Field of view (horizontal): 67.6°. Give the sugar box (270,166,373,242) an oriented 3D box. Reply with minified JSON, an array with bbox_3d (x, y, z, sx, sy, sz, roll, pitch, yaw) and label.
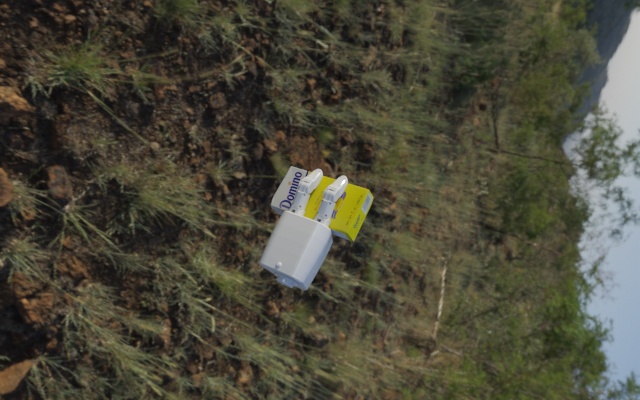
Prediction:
[{"bbox_3d":[0.000,0.003,0.886,0.176,0.093,0.048,19,-19,27],"label":"sugar box"}]
